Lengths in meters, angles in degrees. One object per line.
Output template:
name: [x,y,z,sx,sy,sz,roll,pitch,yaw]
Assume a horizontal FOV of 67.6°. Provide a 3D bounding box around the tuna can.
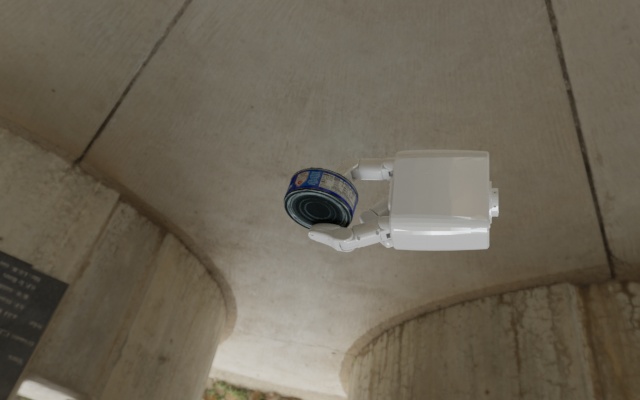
tuna can: [0.000,0.002,0.569,0.086,0.033,0.086,12,-36,9]
